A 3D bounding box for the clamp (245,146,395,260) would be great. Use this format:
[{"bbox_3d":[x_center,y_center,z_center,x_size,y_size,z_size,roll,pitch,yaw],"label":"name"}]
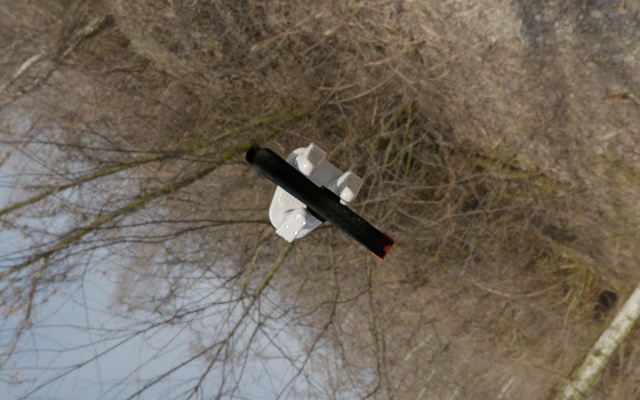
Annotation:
[{"bbox_3d":[0.000,0.003,0.544,0.210,0.036,0.164,36,0,-7],"label":"clamp"}]
